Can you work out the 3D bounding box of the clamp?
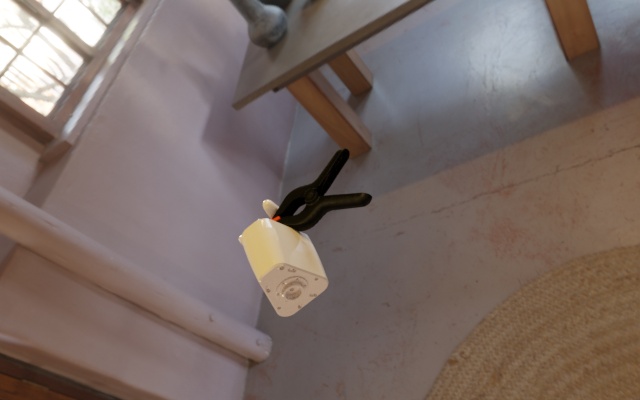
[{"bbox_3d":[0.000,0.002,0.757,0.039,0.171,0.120,42,11,-41],"label":"clamp"}]
